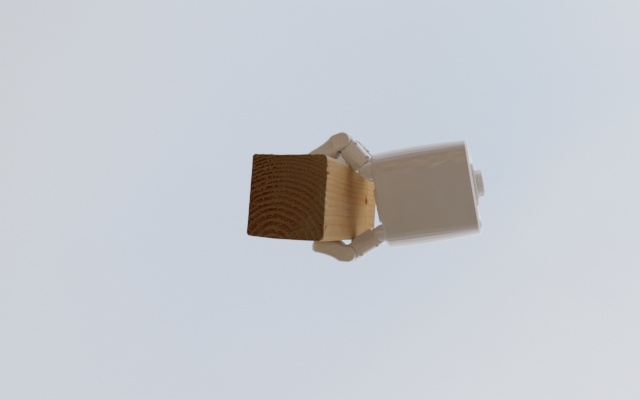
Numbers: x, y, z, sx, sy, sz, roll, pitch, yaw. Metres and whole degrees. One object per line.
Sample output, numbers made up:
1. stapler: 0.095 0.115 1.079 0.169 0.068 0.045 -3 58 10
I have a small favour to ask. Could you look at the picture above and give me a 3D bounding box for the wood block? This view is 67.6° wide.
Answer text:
1. wood block: 0.000 0.002 0.591 0.090 0.091 0.206 2 -3 21
